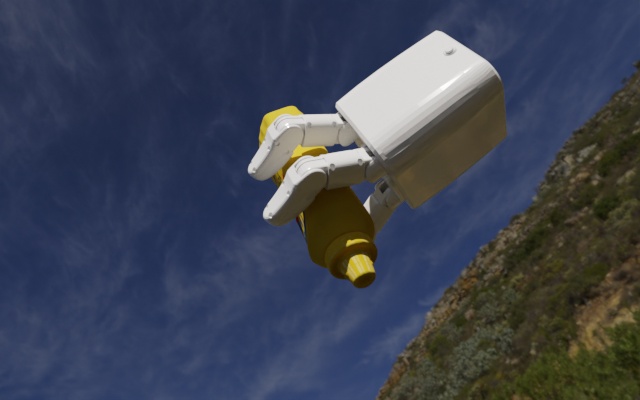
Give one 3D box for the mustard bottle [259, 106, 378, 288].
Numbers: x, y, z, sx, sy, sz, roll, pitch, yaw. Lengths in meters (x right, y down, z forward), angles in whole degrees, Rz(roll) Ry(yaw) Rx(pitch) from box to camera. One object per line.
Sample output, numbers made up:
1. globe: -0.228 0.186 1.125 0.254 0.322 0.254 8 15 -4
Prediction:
1. mustard bottle: 0.000 0.001 0.419 0.058 0.096 0.191 -20 43 -11
